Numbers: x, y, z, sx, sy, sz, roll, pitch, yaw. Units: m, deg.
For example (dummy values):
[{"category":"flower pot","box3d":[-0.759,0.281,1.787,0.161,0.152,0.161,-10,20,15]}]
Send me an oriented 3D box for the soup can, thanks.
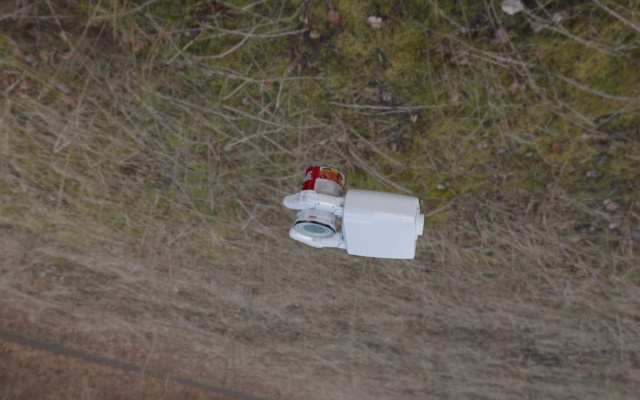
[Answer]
[{"category":"soup can","box3d":[0.000,0.003,0.765,0.068,0.102,0.068,10,-24,4]}]
